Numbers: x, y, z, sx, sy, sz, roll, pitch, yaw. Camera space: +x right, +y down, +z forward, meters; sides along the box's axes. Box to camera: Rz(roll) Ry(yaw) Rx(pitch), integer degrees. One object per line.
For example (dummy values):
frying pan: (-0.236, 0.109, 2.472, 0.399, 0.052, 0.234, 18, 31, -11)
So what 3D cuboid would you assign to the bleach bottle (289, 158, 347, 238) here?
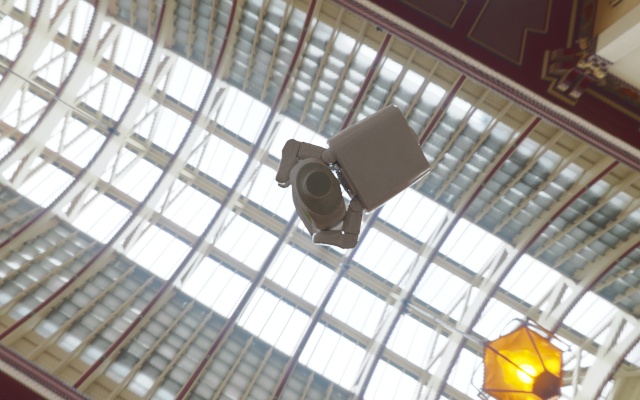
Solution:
bleach bottle: (0.000, 0.002, 0.648, 0.068, 0.102, 0.251, -32, -5, -4)
